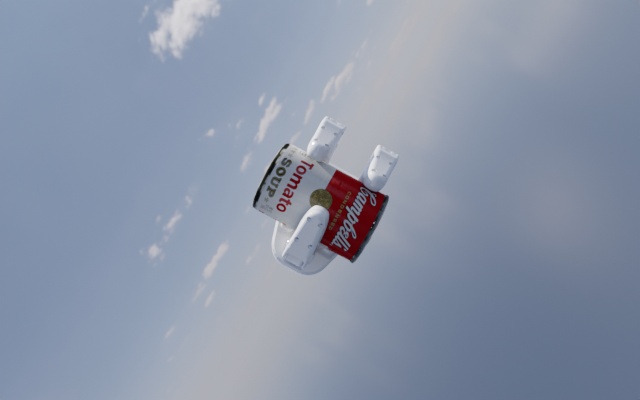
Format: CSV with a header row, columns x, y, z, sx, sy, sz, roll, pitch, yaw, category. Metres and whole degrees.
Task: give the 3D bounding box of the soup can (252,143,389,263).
x,y,z,sx,sy,sz,roll,pitch,yaw,category
0.000,0.001,0.423,0.102,0.068,0.068,29,0,1,soup can
